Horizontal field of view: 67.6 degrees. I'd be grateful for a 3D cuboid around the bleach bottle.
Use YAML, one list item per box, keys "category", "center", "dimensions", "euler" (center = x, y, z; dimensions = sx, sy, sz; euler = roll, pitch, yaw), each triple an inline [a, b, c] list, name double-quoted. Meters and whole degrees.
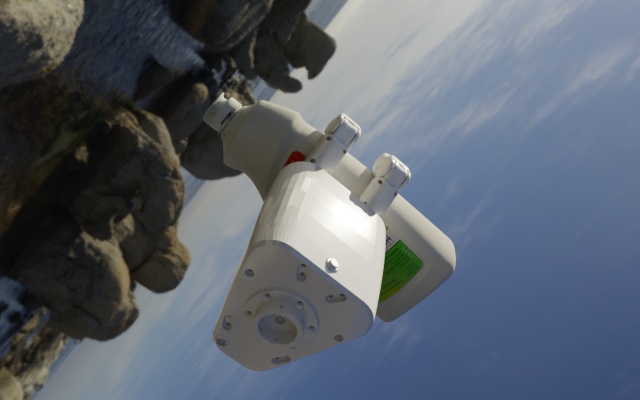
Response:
- category: "bleach bottle"
  center: [0.000, 0.001, 0.432]
  dimensions: [0.251, 0.102, 0.068]
  euler: [38, 28, -12]
